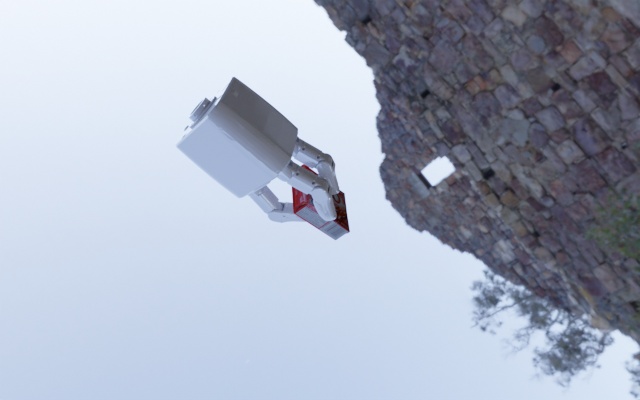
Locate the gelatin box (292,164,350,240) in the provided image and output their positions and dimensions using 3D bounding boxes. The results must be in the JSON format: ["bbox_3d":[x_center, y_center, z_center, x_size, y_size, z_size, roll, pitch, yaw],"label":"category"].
[{"bbox_3d":[0.000,0.003,0.651,0.030,0.073,0.089,-33,-49,27],"label":"gelatin box"}]
